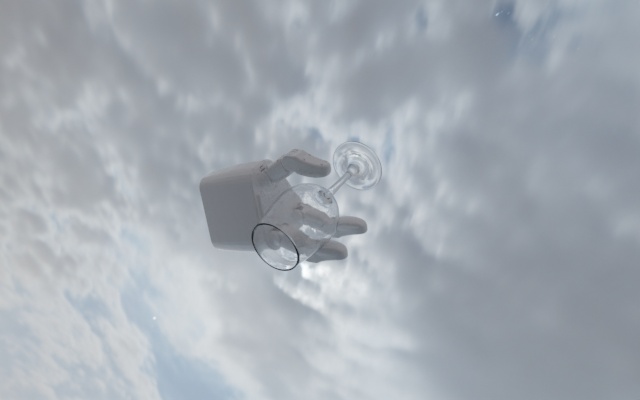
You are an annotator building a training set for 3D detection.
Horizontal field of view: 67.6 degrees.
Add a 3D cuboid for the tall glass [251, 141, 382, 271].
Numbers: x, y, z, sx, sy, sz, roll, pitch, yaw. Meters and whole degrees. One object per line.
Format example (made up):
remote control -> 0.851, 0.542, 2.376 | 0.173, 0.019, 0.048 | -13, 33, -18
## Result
tall glass -> 0.001, 0.001, 0.580 | 0.079, 0.079, 0.201 | 0, 29, 35
